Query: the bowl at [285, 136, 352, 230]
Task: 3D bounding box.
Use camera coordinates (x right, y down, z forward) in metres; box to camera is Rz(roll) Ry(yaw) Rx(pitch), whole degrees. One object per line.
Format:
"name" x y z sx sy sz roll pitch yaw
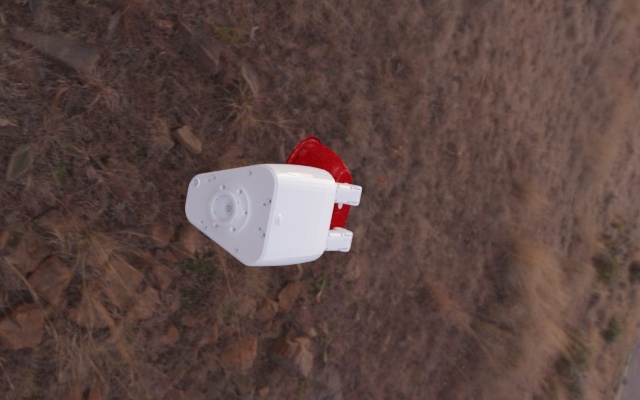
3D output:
"bowl" 0.001 0.002 0.609 0.055 0.162 0.162 12 4 20
